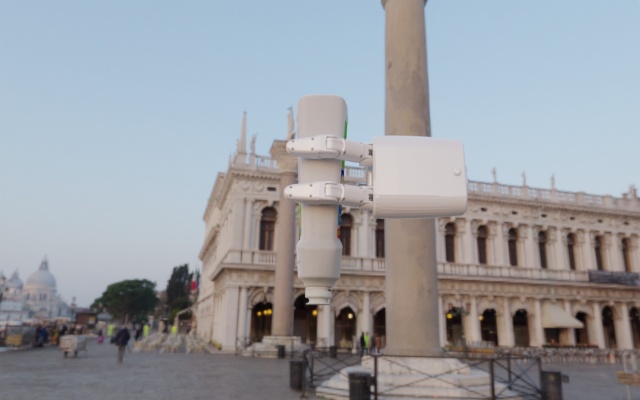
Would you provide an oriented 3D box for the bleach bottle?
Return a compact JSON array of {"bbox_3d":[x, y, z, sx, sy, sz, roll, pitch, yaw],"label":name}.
[{"bbox_3d":[0.000,0.002,0.593,0.068,0.250,0.102,1,-15,2],"label":"bleach bottle"}]
